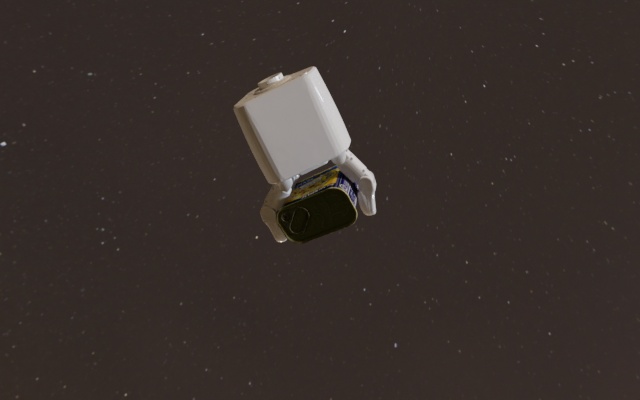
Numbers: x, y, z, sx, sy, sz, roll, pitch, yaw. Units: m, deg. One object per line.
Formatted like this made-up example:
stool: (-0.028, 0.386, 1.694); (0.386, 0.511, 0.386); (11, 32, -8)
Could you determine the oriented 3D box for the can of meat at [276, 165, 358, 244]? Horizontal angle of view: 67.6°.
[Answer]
can of meat: (0.000, 0.002, 0.634); (0.102, 0.057, 0.084); (-23, 22, 20)
